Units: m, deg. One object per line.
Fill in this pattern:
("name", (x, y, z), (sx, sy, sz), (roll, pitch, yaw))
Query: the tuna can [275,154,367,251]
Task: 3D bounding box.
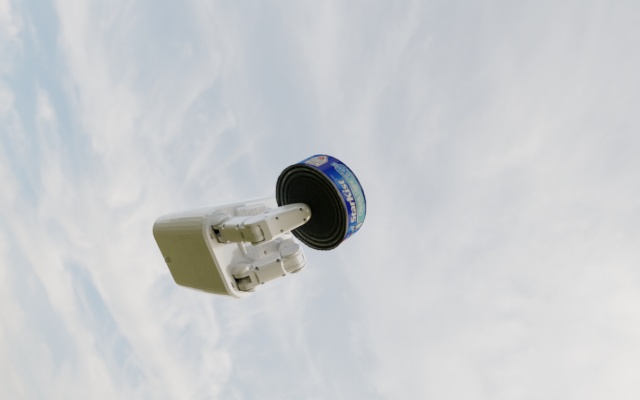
("tuna can", (0.000, 0.001, 0.443), (0.086, 0.086, 0.033), (0, 22, 44))
